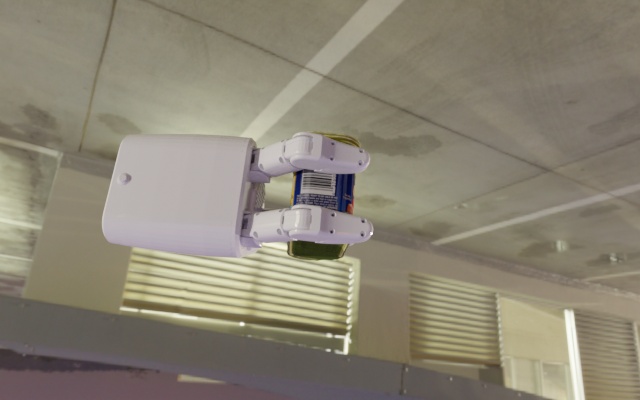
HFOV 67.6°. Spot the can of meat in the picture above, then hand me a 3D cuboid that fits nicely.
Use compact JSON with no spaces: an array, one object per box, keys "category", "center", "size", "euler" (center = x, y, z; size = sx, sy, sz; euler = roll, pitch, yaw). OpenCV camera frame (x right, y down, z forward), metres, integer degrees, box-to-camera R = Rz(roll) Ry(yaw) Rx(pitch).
[{"category":"can of meat","center":[0.000,0.002,0.414],"size":[0.057,0.084,0.102],"euler":[6,-20,-2]}]
